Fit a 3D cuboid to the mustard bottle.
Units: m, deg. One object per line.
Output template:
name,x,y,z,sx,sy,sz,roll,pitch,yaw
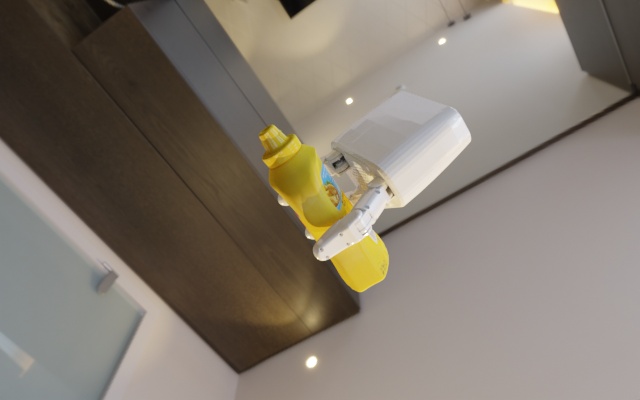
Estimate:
mustard bottle,0.000,0.002,0.501,0.058,0.192,0.096,-31,23,12
